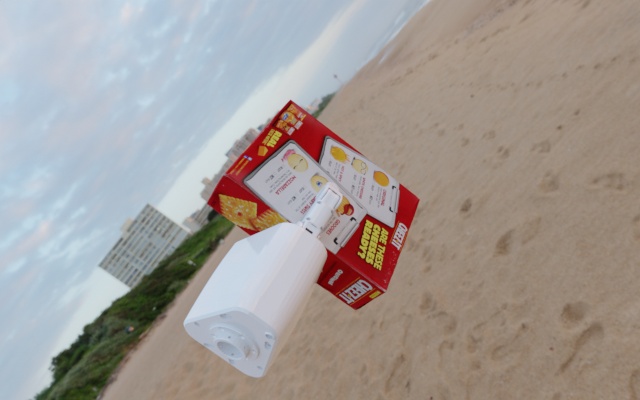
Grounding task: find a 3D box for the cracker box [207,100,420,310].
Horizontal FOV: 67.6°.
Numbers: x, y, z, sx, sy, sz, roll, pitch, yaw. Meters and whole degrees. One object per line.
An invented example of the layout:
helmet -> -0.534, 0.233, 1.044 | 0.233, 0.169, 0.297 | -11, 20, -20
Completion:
cracker box -> 0.000, 0.002, 0.575 | 0.214, 0.164, 0.072 | 37, -43, -7
